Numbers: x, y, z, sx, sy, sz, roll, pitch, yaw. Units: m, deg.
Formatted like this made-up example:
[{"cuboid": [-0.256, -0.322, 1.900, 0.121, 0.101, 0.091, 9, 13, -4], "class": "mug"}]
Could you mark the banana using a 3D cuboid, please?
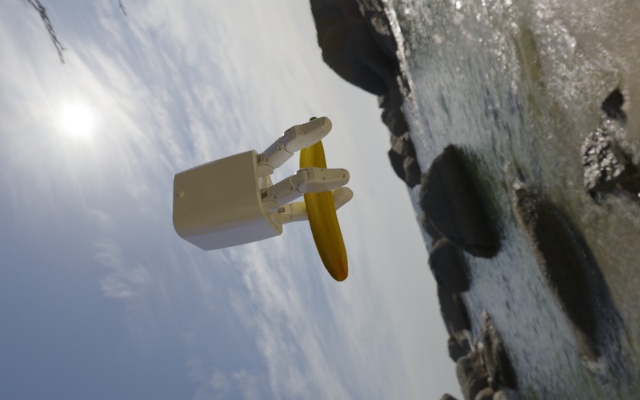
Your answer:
[{"cuboid": [0.000, 0.004, 0.572, 0.037, 0.197, 0.070, -11, -16, -2], "class": "banana"}]
